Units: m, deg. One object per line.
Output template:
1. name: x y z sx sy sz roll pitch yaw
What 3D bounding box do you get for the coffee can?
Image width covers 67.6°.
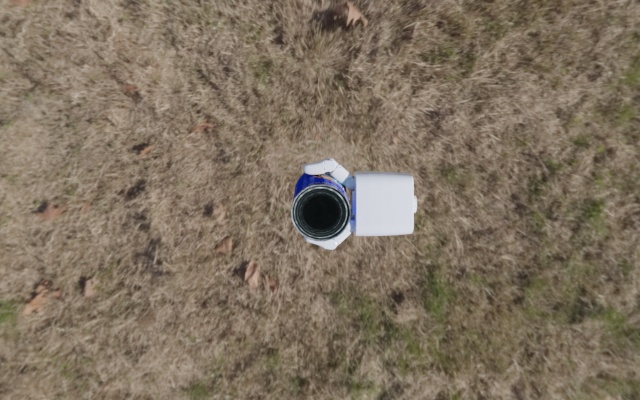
1. coffee can: 0.000 0.003 0.873 0.103 0.103 0.140 0 16 0
